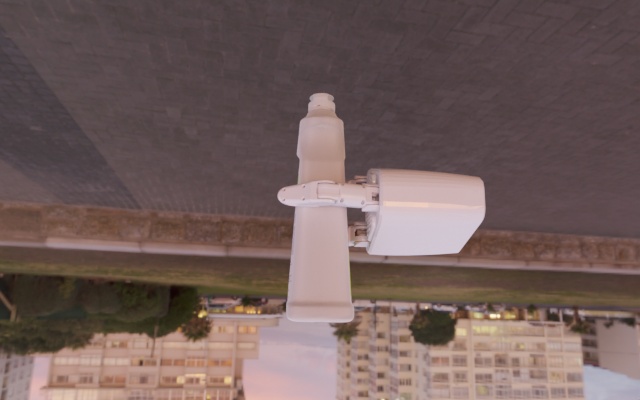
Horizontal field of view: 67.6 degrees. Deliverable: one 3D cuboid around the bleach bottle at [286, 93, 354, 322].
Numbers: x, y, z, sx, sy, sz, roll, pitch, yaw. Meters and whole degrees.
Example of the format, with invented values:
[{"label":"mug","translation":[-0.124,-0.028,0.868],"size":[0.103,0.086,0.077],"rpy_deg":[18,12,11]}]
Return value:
[{"label":"bleach bottle","translation":[0.000,0.002,0.520],"size":[0.068,0.250,0.102],"rpy_deg":[2,-12,-4]}]
